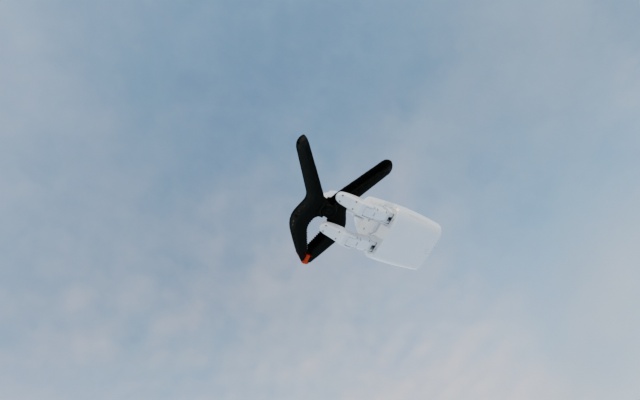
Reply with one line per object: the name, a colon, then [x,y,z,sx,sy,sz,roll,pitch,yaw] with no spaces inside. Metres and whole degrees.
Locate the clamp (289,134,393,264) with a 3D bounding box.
clamp: [0.000,0.003,0.747,0.164,0.210,0.036,21,18,-27]
